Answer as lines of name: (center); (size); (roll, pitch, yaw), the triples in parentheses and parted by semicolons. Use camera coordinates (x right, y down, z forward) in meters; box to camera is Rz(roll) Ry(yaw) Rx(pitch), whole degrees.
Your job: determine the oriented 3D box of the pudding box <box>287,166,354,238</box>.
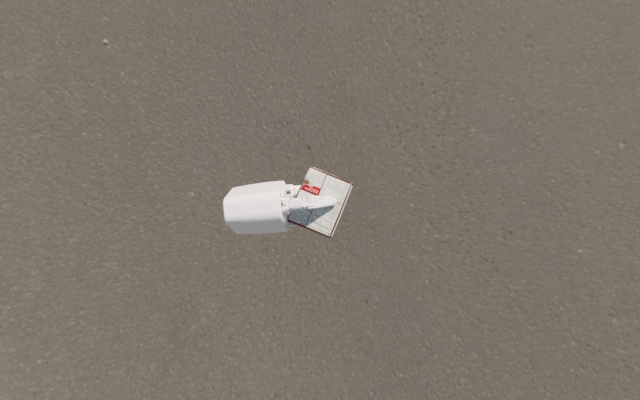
pudding box: (0.000, 0.003, 0.896); (0.090, 0.113, 0.039); (23, 1, 5)
